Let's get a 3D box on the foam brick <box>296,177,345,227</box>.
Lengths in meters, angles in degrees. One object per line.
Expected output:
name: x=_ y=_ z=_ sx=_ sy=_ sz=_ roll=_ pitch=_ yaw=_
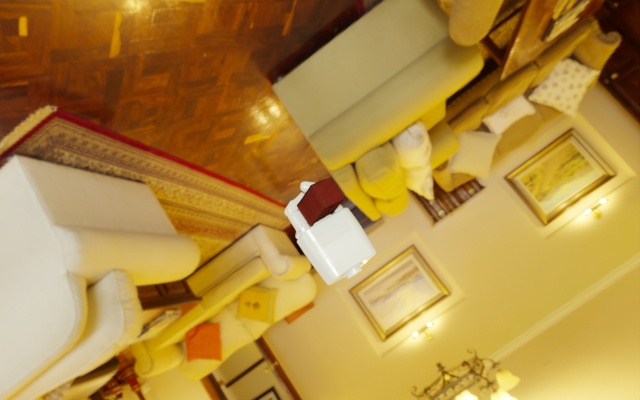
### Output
foam brick: x=0.000 y=0.003 z=0.897 sx=0.053 sy=0.051 sz=0.078 roll=-24 pitch=-18 yaw=-35
